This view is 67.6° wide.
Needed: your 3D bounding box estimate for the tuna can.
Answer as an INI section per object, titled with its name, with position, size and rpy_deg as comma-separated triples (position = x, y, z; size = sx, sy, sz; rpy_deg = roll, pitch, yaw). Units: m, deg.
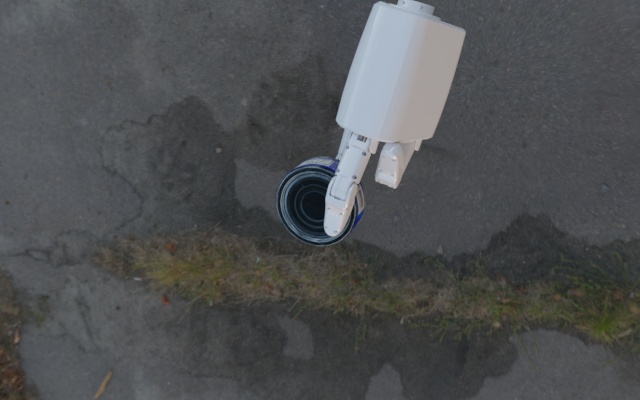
[tuna can]
position = 0.000, 0.002, 0.476
size = 0.086, 0.086, 0.033
rpy_deg = 0, 19, 21
